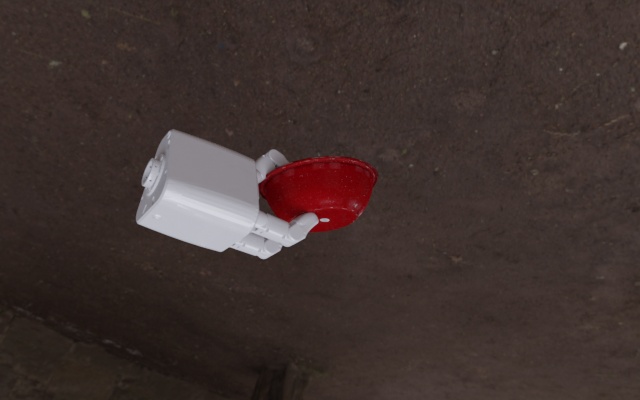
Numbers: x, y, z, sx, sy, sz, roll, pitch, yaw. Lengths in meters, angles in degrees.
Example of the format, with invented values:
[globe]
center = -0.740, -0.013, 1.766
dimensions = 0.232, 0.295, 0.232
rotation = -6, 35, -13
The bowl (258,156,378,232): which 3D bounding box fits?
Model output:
[bowl]
center = 0.001, 0.003, 0.634
dimensions = 0.162, 0.055, 0.162
rotation = -6, -22, -2
